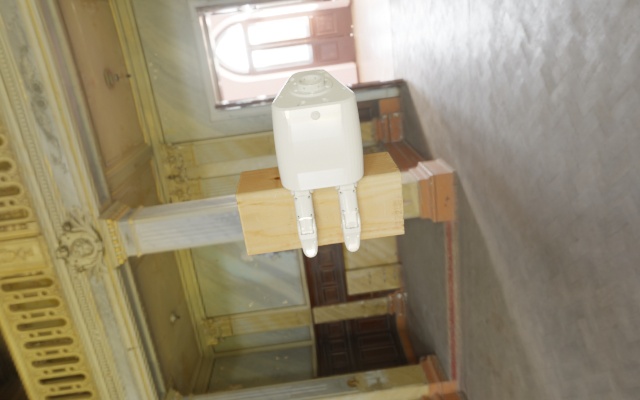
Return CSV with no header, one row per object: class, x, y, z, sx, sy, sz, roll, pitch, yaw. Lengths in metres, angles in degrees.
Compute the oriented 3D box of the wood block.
wood block,0.000,0.002,0.643,0.206,0.090,0.090,-8,24,0
